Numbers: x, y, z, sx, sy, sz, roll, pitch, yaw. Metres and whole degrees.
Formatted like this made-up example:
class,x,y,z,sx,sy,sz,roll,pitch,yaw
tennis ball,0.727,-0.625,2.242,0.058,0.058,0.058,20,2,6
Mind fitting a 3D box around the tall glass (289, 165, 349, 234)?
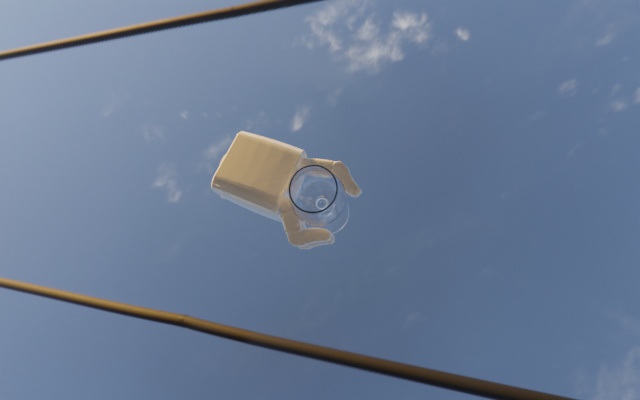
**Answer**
class,x,y,z,sx,sy,sz,roll,pitch,yaw
tall glass,0.000,0.002,0.689,0.079,0.079,0.201,0,-10,5
